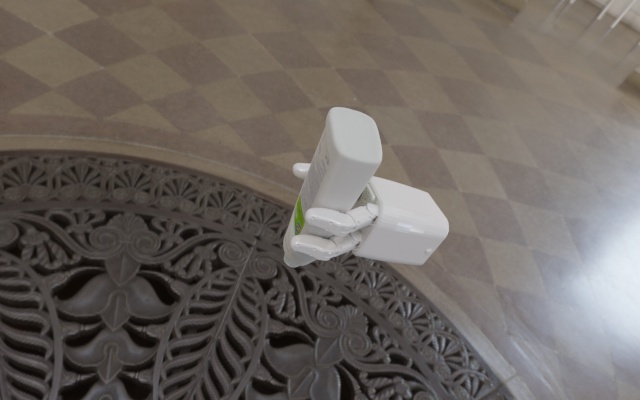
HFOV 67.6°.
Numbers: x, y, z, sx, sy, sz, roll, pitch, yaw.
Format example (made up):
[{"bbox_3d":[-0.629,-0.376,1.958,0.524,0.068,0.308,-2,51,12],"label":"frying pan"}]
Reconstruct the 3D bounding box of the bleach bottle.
[{"bbox_3d":[0.000,0.002,0.655,0.068,0.102,0.251,12,-46,-17],"label":"bleach bottle"}]
